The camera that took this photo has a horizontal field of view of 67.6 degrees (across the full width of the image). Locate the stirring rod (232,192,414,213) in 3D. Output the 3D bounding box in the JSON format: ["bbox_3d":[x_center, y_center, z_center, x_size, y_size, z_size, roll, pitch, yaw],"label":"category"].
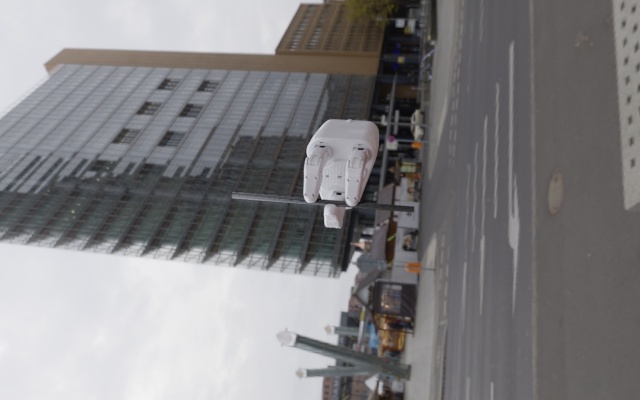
[{"bbox_3d":[0.000,0.002,0.623,0.239,0.011,0.011,5,1,9],"label":"stirring rod"}]
